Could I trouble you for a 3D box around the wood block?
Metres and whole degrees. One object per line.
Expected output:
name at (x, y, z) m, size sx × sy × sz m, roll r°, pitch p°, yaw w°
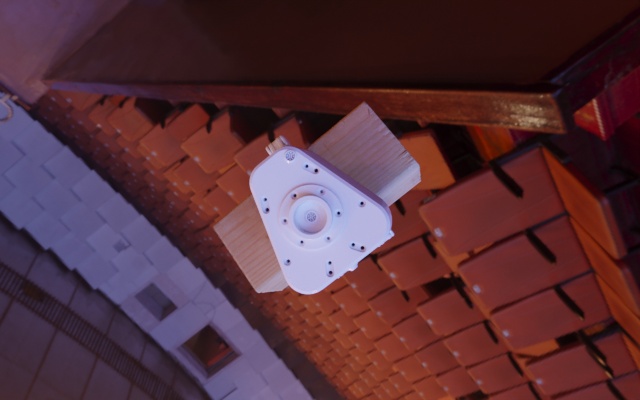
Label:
wood block at (0.000, 0.002, 0.524) m, size 0.206 × 0.091 × 0.090 m, roll -38°, pitch -14°, yaw 5°
